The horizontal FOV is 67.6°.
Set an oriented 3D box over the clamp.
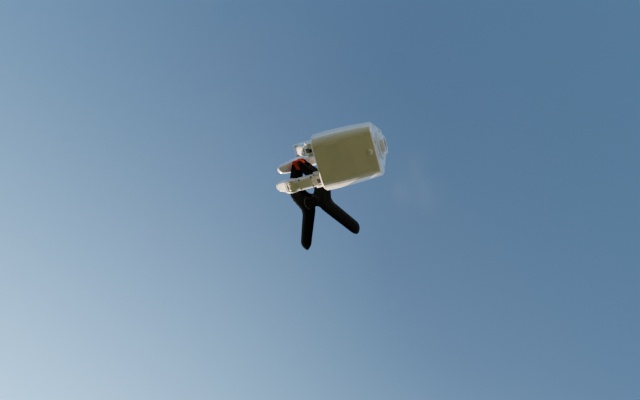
[{"bbox_3d":[0.000,0.003,0.873,0.120,0.171,0.039,-12,13,18],"label":"clamp"}]
